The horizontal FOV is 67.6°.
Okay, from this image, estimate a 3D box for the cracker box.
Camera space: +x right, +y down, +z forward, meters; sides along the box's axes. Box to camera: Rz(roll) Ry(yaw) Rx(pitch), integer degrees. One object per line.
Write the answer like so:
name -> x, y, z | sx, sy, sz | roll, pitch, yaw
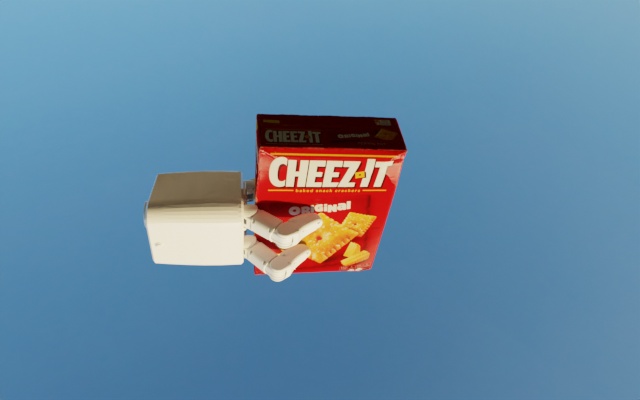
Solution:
cracker box -> 0.000, 0.002, 0.592 | 0.164, 0.214, 0.072 | 0, 45, -10
